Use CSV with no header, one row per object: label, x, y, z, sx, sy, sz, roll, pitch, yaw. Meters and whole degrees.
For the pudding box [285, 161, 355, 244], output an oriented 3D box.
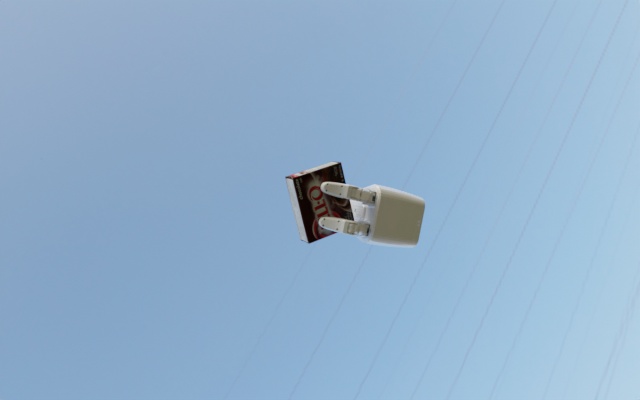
pudding box,0.000,0.002,0.772,0.090,0.113,0.039,-20,13,-25
